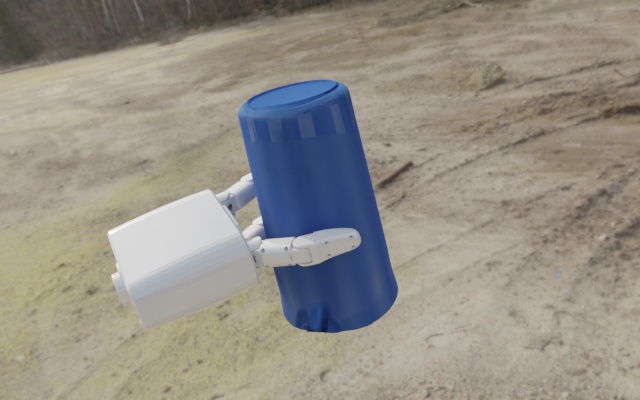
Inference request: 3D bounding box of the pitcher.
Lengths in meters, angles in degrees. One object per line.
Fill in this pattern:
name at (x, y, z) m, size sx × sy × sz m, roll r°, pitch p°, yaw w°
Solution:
pitcher at (0.000, 0.002, 0.505) m, size 0.145 × 0.243 × 0.149 m, roll -22°, pitch 26°, yaw -20°
